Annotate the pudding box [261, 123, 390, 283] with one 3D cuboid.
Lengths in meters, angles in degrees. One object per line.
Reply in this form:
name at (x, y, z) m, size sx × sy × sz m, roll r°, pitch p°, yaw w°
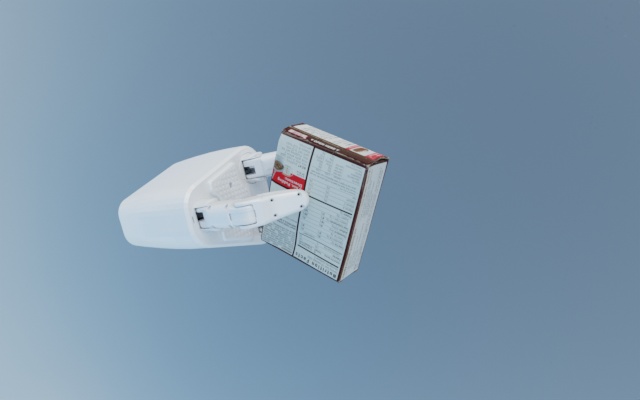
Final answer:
pudding box at (0.000, 0.001, 0.412) m, size 0.090 × 0.113 × 0.039 m, roll 25°, pitch 29°, yaw 25°
